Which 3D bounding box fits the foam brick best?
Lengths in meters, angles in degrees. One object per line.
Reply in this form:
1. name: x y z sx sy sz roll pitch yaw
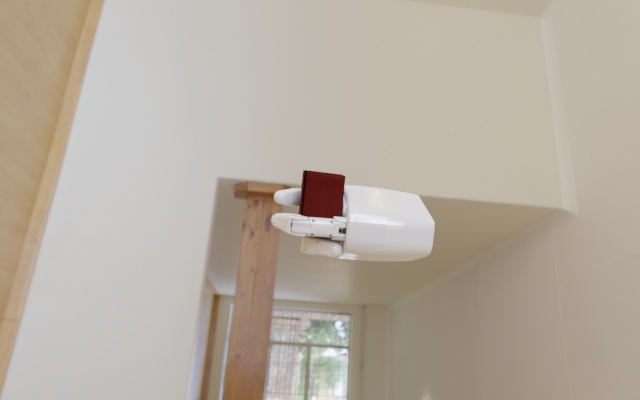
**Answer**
1. foam brick: 0.000 0.002 0.603 0.051 0.078 0.053 5 5 -4
